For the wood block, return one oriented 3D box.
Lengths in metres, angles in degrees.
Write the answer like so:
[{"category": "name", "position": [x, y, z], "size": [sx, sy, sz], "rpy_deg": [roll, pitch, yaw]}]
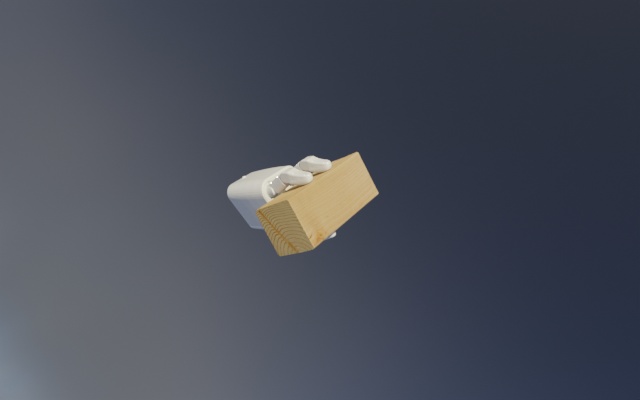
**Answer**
[{"category": "wood block", "position": [0.000, 0.003, 0.833], "size": [0.090, 0.091, 0.206], "rpy_deg": [-18, 14, 44]}]
